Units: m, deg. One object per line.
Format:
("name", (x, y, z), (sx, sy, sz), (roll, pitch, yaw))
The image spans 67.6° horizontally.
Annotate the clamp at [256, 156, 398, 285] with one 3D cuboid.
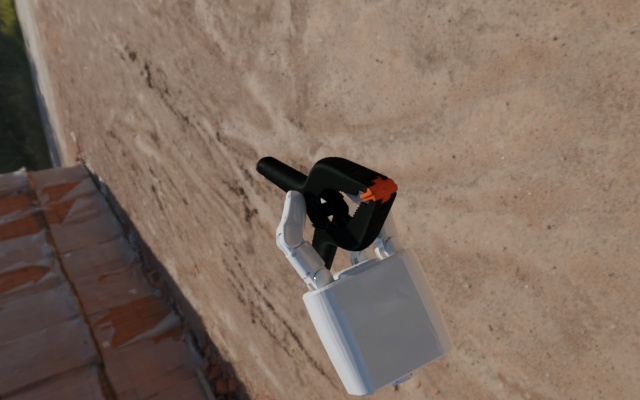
("clamp", (0.000, 0.002, 0.484), (0.036, 0.164, 0.210), (-25, -5, -30))
